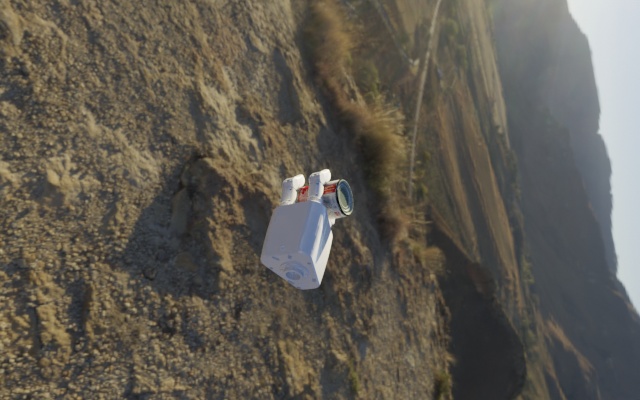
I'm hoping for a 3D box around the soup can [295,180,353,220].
[{"bbox_3d":[0.001,0.002,0.871,0.102,0.068,0.068,-11,-5,26],"label":"soup can"}]
